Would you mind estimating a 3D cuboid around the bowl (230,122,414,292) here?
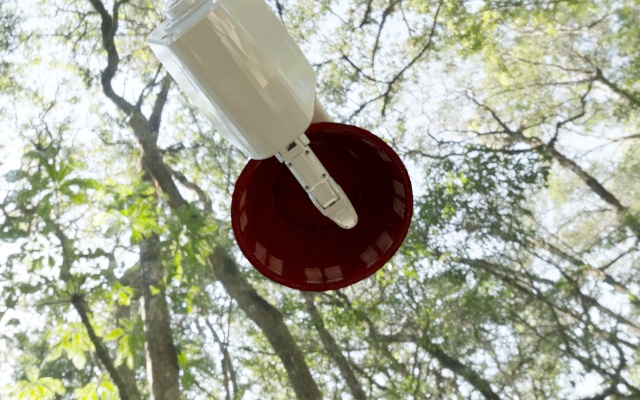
[{"bbox_3d":[0.000,0.002,0.439,0.162,0.162,0.055,0,23,-8],"label":"bowl"}]
